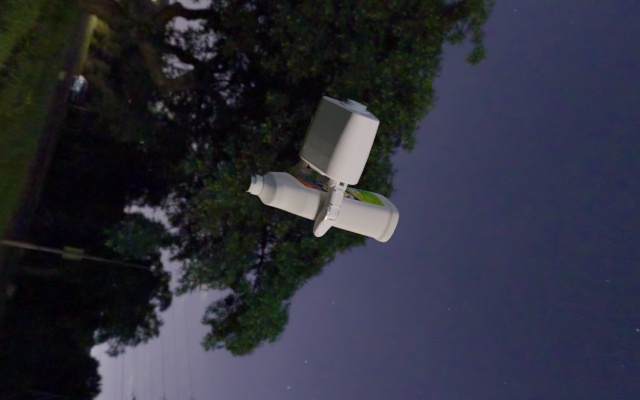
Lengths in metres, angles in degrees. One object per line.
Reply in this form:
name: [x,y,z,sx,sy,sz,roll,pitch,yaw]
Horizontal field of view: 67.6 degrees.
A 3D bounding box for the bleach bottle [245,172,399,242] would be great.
bleach bottle: [0.000,0.003,0.792,0.251,0.068,0.102,14,18,-25]
